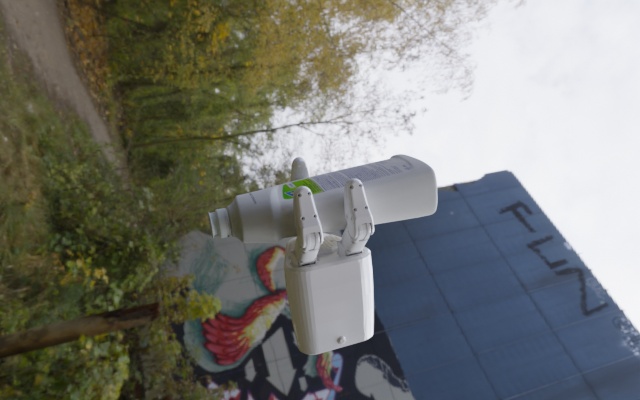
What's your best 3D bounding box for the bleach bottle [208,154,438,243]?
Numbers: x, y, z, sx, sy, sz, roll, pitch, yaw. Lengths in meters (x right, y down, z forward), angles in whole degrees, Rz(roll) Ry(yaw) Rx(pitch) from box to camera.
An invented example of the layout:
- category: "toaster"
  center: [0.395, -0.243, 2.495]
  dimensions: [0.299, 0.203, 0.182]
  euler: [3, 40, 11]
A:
- category: "bleach bottle"
  center: [0.000, 0.002, 0.543]
  dimensions: [0.251, 0.068, 0.102]
  euler: [-11, 17, -16]
